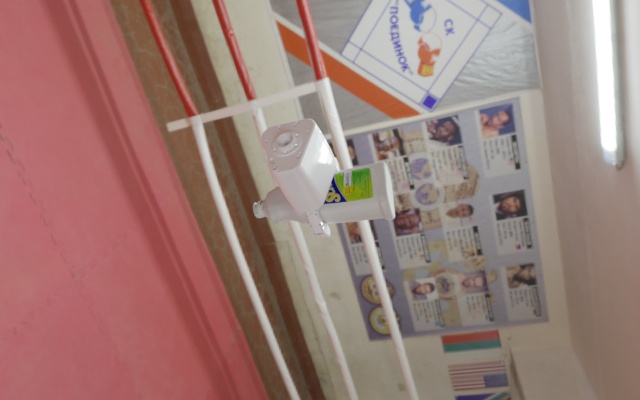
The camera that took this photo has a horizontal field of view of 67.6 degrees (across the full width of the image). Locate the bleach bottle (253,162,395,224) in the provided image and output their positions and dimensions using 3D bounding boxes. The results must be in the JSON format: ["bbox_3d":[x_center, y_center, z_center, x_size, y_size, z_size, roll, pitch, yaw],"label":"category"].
[{"bbox_3d":[0.000,0.003,0.847,0.251,0.102,0.068,-11,-36,15],"label":"bleach bottle"}]
